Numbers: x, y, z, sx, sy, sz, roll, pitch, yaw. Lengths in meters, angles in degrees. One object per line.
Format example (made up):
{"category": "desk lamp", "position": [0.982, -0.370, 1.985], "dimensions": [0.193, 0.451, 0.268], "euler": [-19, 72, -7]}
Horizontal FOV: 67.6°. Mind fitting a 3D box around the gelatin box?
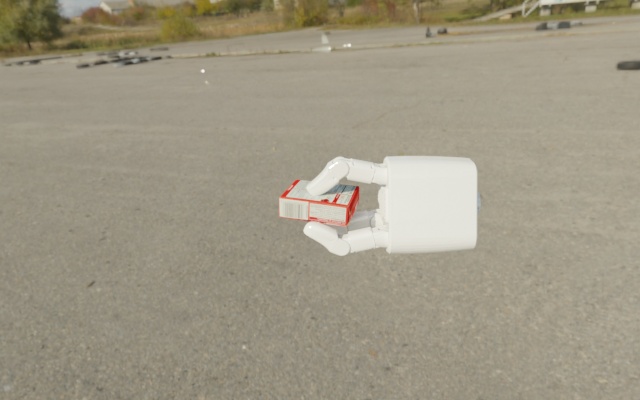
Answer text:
{"category": "gelatin box", "position": [0.000, 0.001, 0.601], "dimensions": [0.089, 0.030, 0.073], "euler": [7, 22, 11]}
